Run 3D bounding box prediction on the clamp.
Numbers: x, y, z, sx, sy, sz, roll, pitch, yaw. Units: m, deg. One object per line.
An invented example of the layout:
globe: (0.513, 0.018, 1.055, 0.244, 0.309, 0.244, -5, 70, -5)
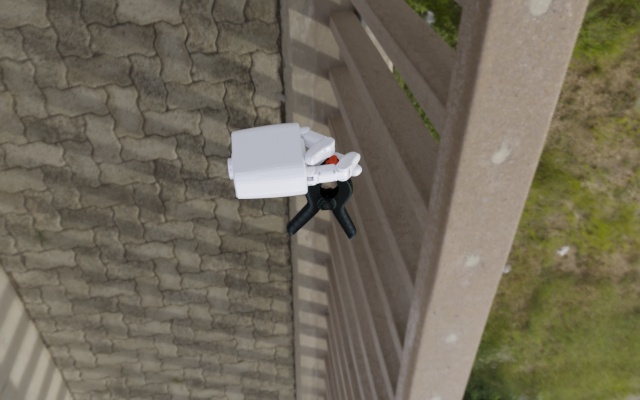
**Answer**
clamp: (0.000, 0.003, 0.789, 0.120, 0.172, 0.039, -6, 39, -4)
